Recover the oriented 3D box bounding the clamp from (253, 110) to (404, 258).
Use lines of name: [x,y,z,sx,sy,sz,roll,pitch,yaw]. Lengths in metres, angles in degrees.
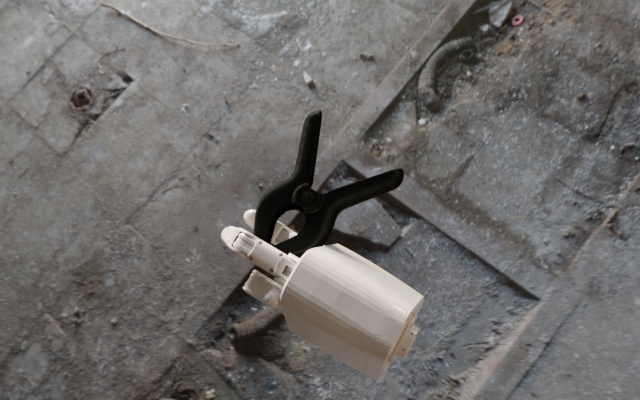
clamp: [0.000,0.001,0.477,0.120,0.171,0.039,28,-10,18]
